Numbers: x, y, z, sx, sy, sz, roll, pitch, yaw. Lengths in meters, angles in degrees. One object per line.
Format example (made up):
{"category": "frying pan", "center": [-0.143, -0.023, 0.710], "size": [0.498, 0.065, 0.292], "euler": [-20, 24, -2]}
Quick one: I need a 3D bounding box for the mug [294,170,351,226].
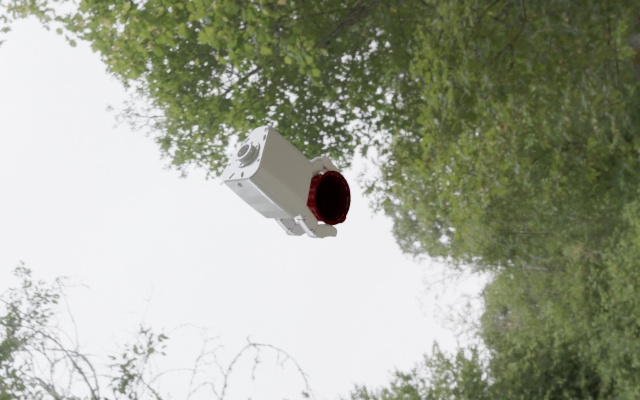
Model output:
{"category": "mug", "center": [0.001, 0.003, 0.839], "size": [0.081, 0.093, 0.117], "euler": [0, -34, 44]}
